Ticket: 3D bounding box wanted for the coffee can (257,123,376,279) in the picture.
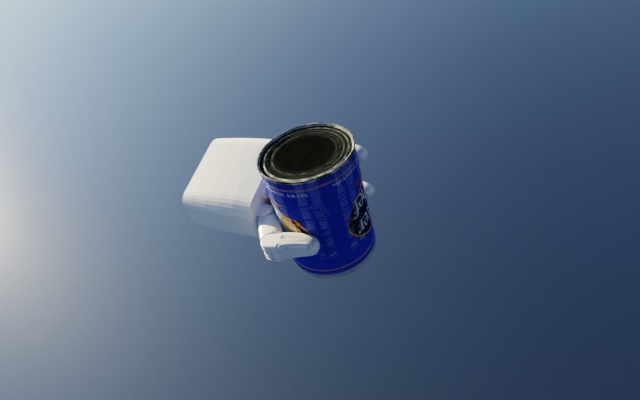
[{"bbox_3d":[0.000,0.002,0.524,0.103,0.140,0.102,-10,39,8],"label":"coffee can"}]
